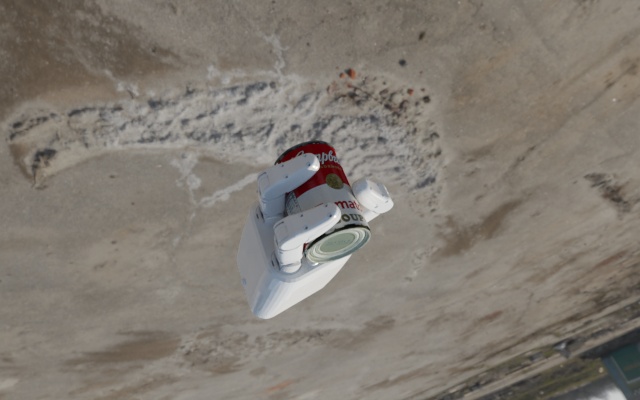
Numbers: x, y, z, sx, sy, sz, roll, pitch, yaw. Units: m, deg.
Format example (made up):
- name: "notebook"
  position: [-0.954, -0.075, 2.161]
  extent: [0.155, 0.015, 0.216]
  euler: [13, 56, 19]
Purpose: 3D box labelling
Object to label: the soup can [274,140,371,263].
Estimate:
- name: "soup can"
  position: [0.000, 0.001, 0.467]
  extent: [0.068, 0.102, 0.068]
  euler: [-17, -29, -10]
